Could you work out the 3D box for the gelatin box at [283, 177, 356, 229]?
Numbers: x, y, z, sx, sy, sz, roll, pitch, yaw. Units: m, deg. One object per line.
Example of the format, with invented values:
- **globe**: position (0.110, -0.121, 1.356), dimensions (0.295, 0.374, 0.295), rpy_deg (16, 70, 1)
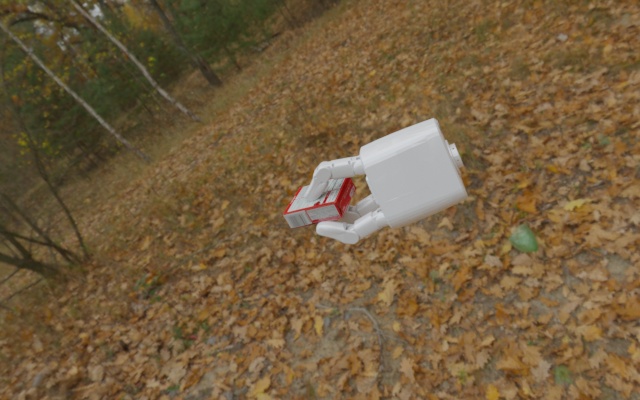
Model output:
- **gelatin box**: position (0.000, 0.002, 0.683), dimensions (0.089, 0.030, 0.073), rpy_deg (-13, 28, 28)
